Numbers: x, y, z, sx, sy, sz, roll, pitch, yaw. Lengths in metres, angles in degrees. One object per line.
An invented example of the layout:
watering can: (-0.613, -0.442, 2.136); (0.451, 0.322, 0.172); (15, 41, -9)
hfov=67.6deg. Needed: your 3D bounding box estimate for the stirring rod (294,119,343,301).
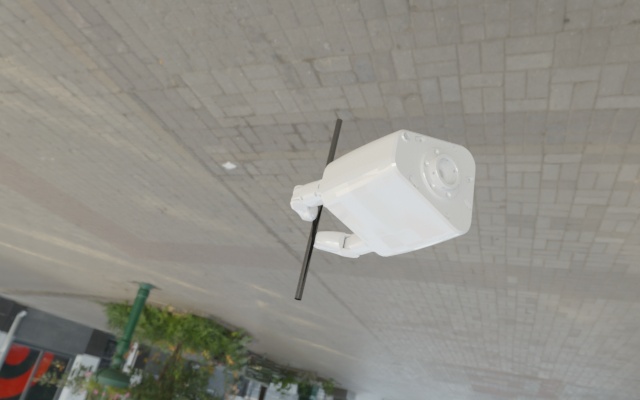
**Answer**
stirring rod: (0.000, 0.002, 0.572); (0.011, 0.239, 0.011); (11, -25, 5)
